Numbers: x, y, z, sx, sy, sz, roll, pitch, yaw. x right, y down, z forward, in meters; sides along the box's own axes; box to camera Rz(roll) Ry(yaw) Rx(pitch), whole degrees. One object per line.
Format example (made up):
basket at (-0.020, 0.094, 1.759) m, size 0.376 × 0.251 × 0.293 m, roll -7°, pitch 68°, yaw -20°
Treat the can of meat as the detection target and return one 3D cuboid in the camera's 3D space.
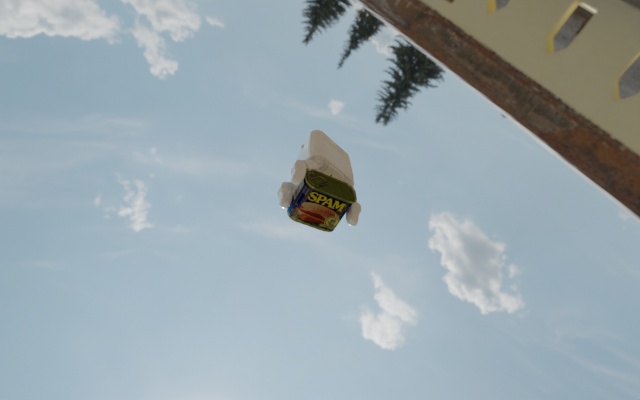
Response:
can of meat at (0.000, 0.003, 0.860) m, size 0.102 × 0.084 × 0.057 m, roll 21°, pitch 33°, yaw -19°
